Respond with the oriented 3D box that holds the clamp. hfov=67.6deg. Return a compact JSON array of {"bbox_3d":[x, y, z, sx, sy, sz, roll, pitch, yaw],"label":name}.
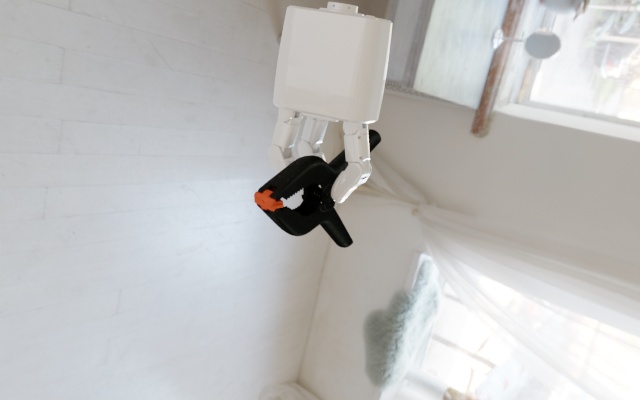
[{"bbox_3d":[0.000,0.002,0.573,0.036,0.165,0.210,22,23,31],"label":"clamp"}]
